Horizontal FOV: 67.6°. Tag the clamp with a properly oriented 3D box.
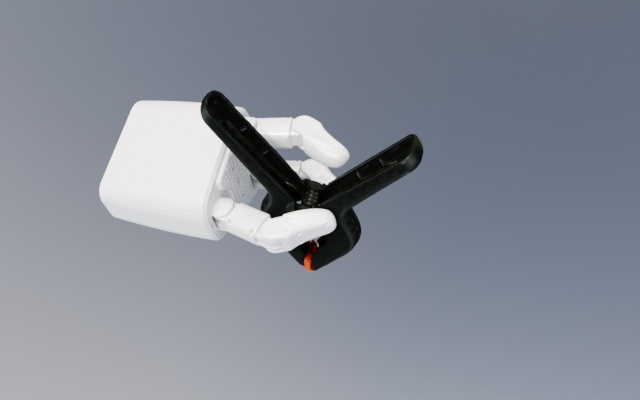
[{"bbox_3d":[0.000,0.002,0.407,0.164,0.036,0.210,11,-36,16],"label":"clamp"}]
